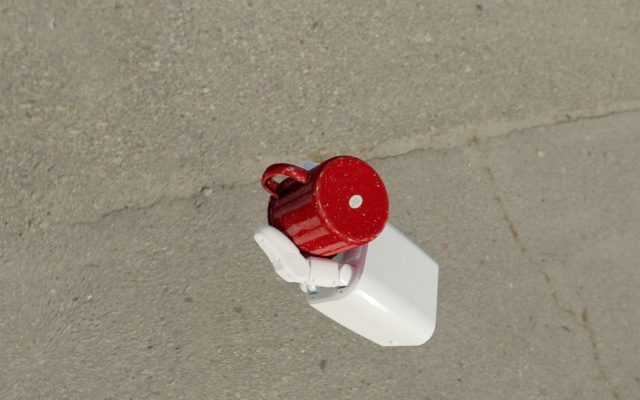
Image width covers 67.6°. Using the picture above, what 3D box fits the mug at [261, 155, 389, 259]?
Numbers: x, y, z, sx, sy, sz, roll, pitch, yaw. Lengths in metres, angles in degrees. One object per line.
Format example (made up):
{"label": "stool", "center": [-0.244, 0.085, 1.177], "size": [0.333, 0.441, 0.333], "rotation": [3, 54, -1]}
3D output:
{"label": "mug", "center": [-0.001, 0.001, 0.439], "size": [0.117, 0.093, 0.081], "rotation": [35, -30, -19]}
